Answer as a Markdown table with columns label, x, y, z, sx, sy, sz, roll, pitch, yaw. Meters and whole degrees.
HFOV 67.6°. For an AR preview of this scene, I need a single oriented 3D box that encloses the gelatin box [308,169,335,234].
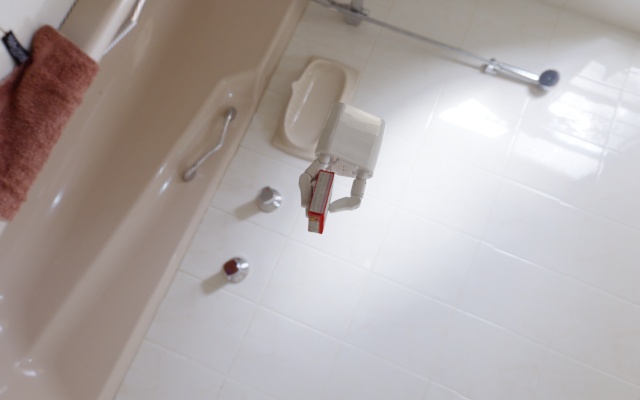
| label | x | y | z | sx | sy | sz | roll | pitch | yaw |
| --- | --- | --- | --- | --- | --- | --- | --- | --- | --- |
| gelatin box | 0.001 | 0.003 | 0.826 | 0.030 | 0.089 | 0.073 | 12 | -29 | 4 |
